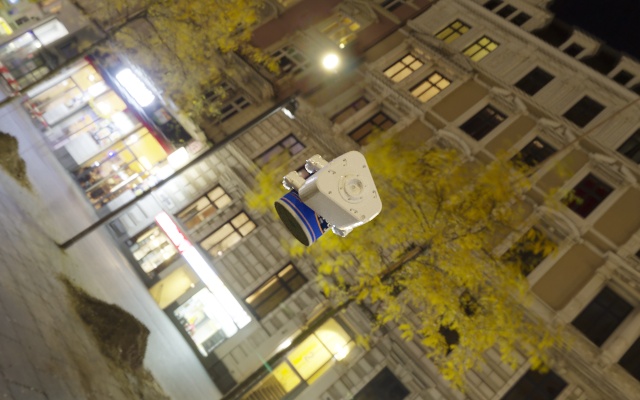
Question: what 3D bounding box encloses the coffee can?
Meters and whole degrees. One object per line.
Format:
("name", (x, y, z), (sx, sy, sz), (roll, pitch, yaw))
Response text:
("coffee can", (0.000, 0.003, 0.886), (0.140, 0.103, 0.103), (-37, 13, -17))
